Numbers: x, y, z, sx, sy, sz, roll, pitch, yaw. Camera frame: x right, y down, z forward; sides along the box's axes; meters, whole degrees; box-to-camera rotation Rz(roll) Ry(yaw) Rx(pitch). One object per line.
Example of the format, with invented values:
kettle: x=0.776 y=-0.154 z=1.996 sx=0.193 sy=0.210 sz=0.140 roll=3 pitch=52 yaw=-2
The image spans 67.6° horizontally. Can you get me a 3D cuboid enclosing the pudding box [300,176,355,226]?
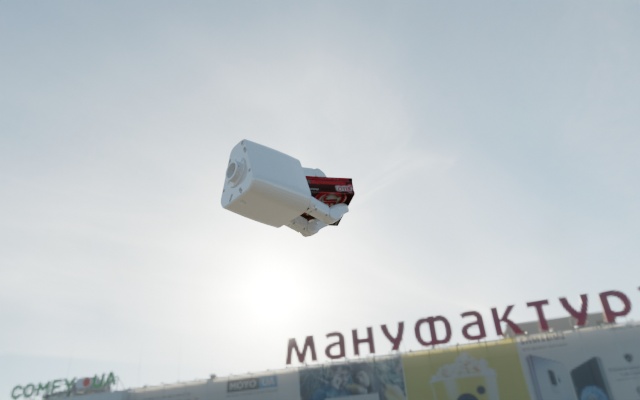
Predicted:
pudding box: x=0.000 y=0.003 z=0.821 sx=0.090 sy=0.039 sz=0.113 roll=3 pitch=-30 yaw=-13
